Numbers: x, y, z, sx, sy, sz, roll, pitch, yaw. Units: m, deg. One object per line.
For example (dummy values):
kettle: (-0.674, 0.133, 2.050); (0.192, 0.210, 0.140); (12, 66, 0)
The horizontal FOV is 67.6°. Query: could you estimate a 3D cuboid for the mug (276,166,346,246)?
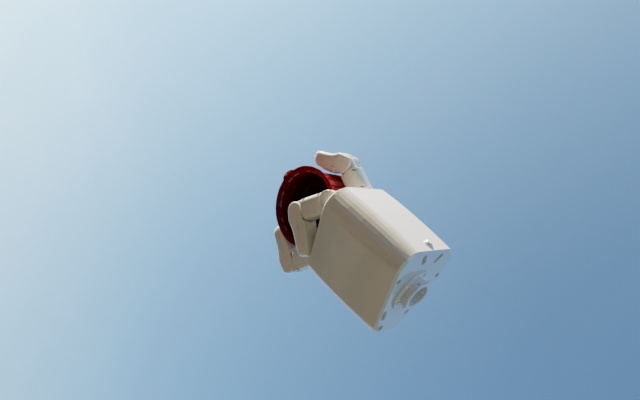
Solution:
mug: (-0.001, 0.001, 0.578); (0.081, 0.093, 0.117); (5, 32, -48)
